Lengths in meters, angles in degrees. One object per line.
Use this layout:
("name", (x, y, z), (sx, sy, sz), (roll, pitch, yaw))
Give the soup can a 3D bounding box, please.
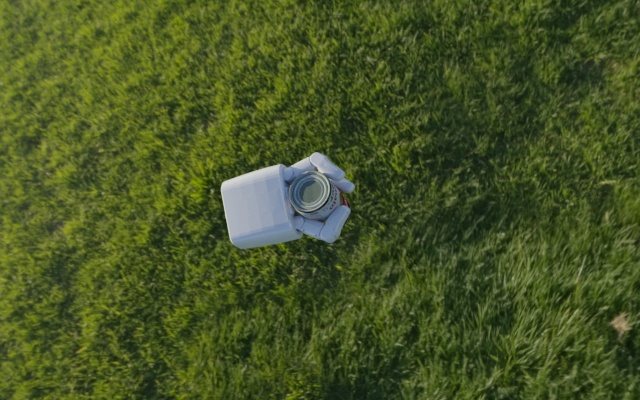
("soup can", (0.001, 0.002, 0.739), (0.068, 0.068, 0.102), (0, -19, 20))
